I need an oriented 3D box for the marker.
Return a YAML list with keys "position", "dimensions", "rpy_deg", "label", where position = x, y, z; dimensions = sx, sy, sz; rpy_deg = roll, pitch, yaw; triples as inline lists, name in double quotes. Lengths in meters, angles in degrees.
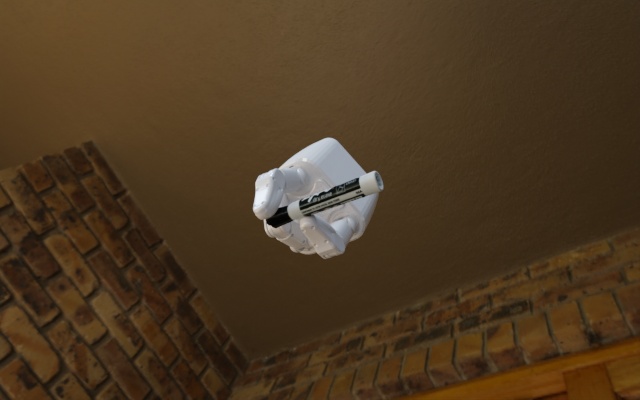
- position: [0.000, 0.001, 0.444]
  dimensions: [0.121, 0.020, 0.020]
  rpy_deg: [-20, -9, 25]
  label: "marker"
